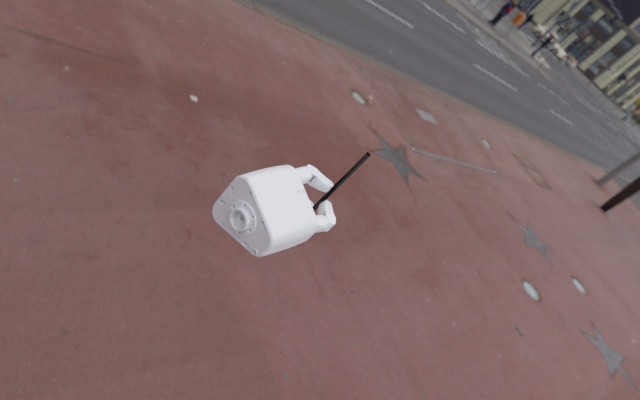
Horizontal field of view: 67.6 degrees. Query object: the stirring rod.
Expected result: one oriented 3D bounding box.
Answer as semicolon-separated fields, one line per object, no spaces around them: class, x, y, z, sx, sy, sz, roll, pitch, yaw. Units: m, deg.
stirring rod;0.000;0.003;0.785;0.011;0.011;0.240;0;-37;-49
